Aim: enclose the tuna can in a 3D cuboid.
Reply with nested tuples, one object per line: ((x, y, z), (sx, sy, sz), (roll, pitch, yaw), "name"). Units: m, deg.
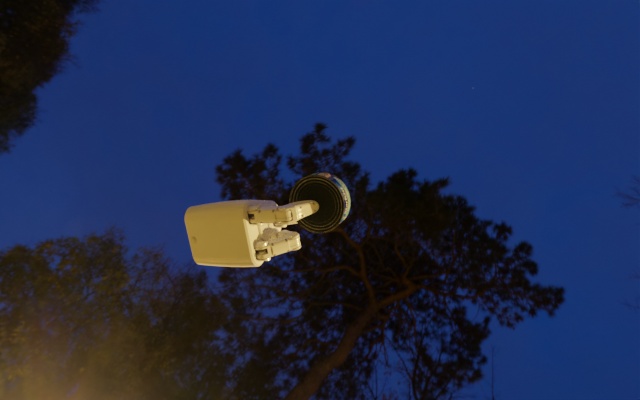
((0.000, 0.002, 0.695), (0.086, 0.086, 0.033), (0, 13, 23), "tuna can")
